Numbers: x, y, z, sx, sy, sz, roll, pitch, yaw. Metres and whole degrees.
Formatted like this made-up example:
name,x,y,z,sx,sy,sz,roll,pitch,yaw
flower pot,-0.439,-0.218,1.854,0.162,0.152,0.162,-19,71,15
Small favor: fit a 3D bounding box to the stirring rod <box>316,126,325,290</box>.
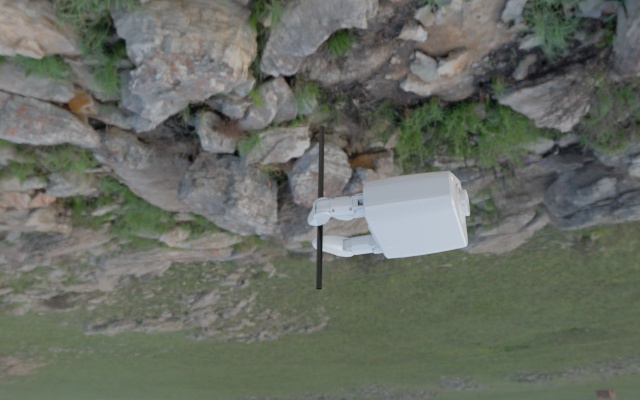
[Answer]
name,x,y,z,sx,sy,sz,roll,pitch,yaw
stirring rod,0.000,0.002,0.654,0.011,0.239,0.011,1,-24,0
